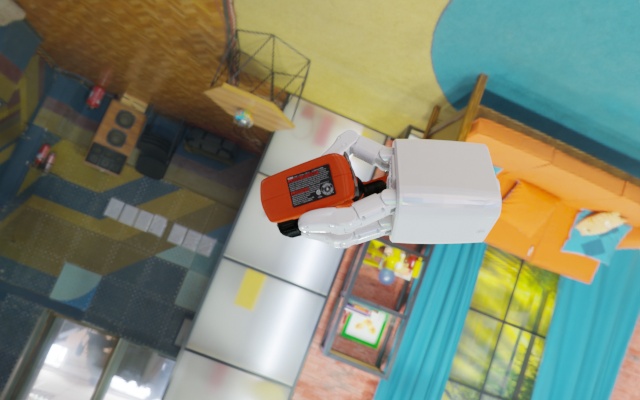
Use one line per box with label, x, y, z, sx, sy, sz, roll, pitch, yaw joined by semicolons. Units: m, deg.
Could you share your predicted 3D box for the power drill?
power drill;0.000;0.002;0.593;0.184;0.057;0.188;-20;-12;17
